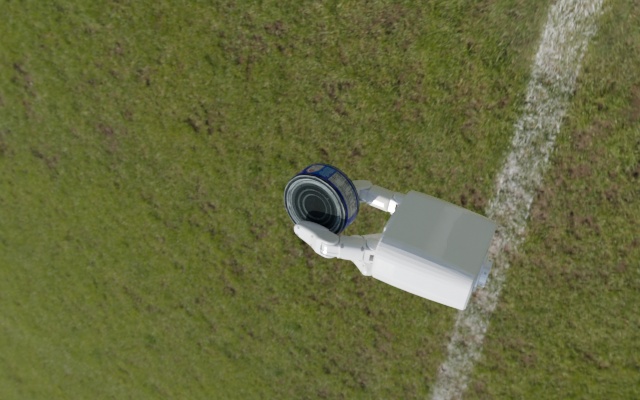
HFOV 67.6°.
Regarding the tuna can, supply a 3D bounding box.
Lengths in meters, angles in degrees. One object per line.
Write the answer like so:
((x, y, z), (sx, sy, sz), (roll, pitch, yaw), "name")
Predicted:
((0.000, 0.002, 0.556), (0.086, 0.086, 0.033), (0, 26, 35), "tuna can")
